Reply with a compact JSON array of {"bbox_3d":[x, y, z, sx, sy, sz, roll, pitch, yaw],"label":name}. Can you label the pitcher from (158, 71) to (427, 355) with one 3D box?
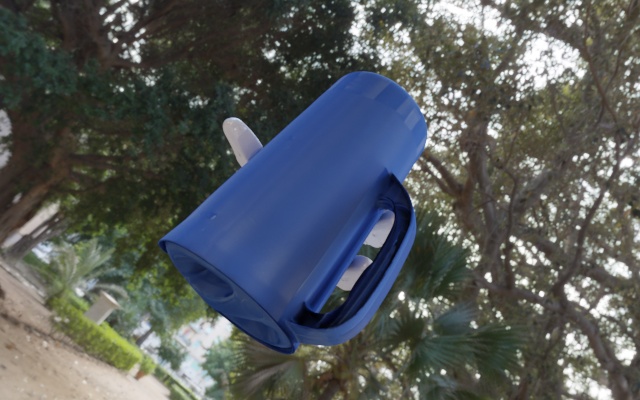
[{"bbox_3d":[0.000,0.001,0.411,0.149,0.242,0.145,42,-26,-5],"label":"pitcher"}]
